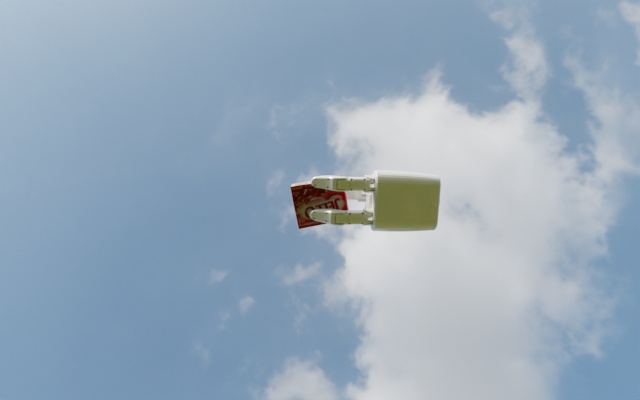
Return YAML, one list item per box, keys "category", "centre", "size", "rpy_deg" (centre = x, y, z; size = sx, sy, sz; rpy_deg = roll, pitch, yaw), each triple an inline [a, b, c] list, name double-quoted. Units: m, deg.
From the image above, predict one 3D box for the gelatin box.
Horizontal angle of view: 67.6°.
- category: "gelatin box"
  centre: [0.000, 0.003, 0.794]
  size: [0.089, 0.073, 0.030]
  rpy_deg: [-10, 10, 4]
